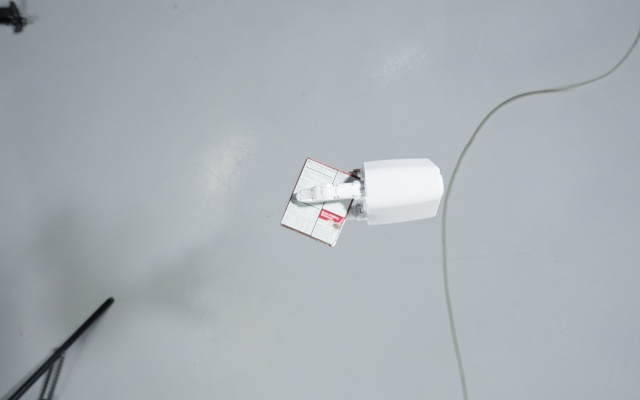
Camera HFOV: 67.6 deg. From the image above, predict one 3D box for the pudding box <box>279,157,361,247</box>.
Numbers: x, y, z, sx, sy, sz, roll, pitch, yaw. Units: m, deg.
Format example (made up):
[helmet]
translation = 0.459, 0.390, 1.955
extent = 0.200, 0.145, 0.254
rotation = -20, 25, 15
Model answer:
[pudding box]
translation = 0.000, 0.002, 0.722
extent = 0.090, 0.113, 0.039
rotation = 23, -3, 5
